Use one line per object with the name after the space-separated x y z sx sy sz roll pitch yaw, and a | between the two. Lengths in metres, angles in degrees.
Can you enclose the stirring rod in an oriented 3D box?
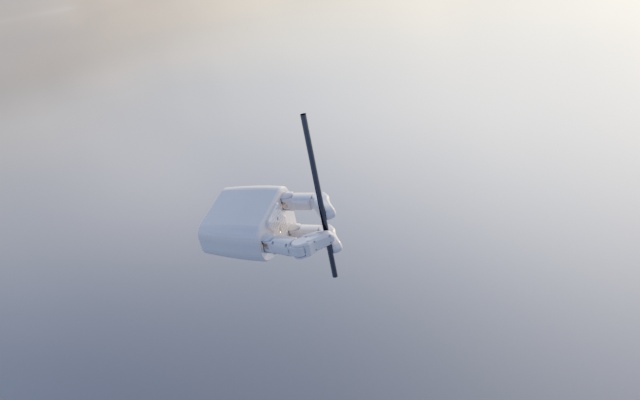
0.000 0.002 0.626 0.011 0.240 0.011 -9 27 5 | stirring rod
